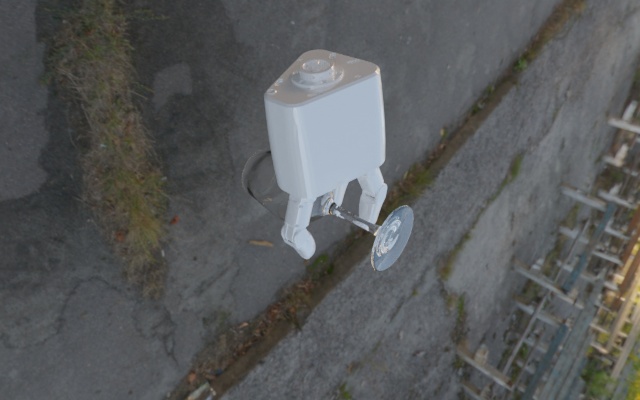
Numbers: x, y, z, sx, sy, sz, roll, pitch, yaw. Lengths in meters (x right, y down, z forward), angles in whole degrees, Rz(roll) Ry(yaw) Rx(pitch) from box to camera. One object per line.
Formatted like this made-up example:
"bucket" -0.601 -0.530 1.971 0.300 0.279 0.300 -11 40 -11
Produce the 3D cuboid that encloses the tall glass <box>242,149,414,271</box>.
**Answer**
"tall glass" 0.001 0.002 0.543 0.201 0.079 0.079 26 15 33
